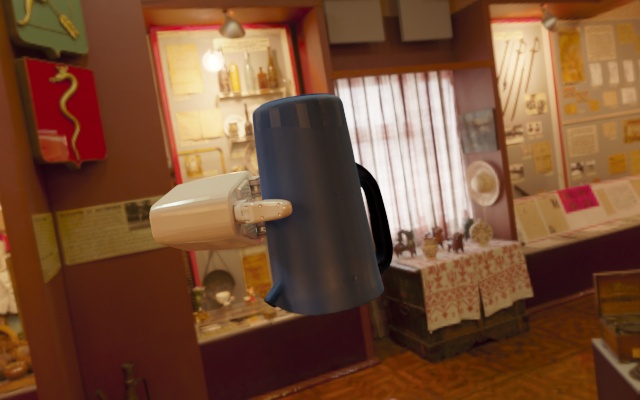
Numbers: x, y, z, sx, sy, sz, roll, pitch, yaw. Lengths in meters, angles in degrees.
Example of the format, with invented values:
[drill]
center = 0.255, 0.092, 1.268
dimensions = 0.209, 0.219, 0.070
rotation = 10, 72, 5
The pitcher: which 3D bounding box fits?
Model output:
[pitcher]
center = 0.000, 0.002, 0.572
dimensions = 0.145, 0.243, 0.149
rotation = -8, 4, 12
